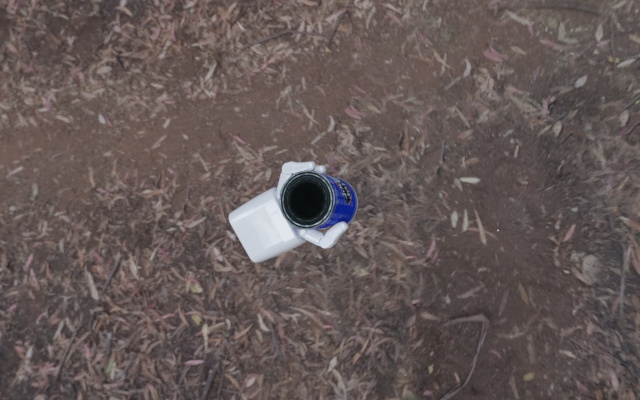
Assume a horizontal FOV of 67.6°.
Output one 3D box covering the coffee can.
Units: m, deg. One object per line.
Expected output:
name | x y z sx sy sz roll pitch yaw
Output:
coffee can | 0.000 0.003 0.871 0.103 0.103 0.140 0 -3 20
